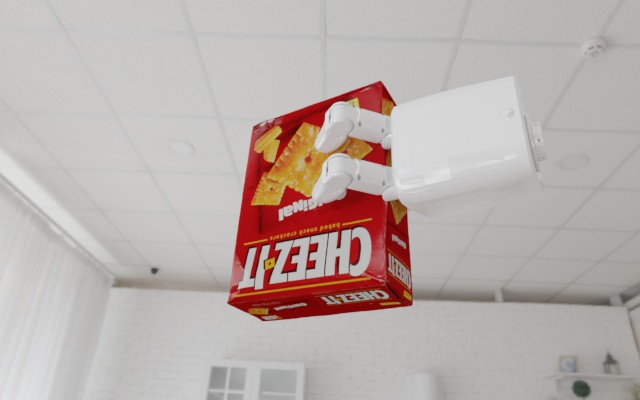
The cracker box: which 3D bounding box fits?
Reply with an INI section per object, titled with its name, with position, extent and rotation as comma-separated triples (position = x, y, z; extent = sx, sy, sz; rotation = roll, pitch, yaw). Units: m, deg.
[cracker box]
position = 0.000, 0.001, 0.479
extent = 0.164, 0.213, 0.072
rotation = -13, -33, 27
